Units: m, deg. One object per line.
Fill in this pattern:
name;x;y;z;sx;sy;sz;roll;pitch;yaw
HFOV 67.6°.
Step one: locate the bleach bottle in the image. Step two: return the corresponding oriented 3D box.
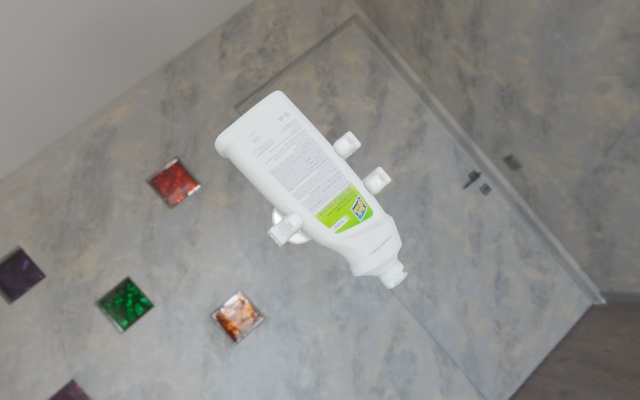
bleach bottle;0.000;0.002;0.542;0.102;0.251;0.068;-41;0;-7
